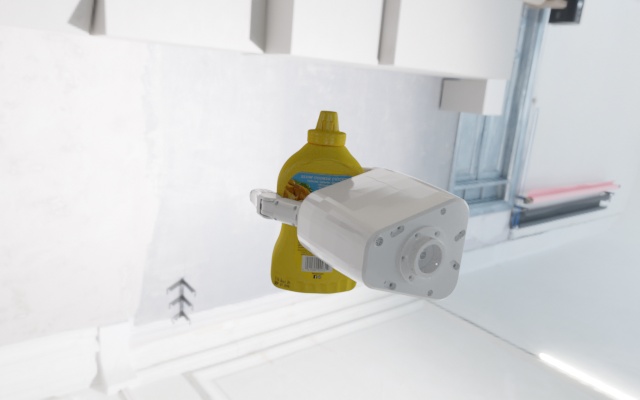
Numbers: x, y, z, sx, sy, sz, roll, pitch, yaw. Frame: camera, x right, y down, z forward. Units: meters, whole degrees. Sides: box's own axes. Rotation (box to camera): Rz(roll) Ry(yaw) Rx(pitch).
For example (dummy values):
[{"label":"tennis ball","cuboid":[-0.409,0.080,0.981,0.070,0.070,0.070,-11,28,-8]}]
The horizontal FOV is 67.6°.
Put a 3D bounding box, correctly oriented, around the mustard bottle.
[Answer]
[{"label":"mustard bottle","cuboid":[0.000,0.002,0.509,0.096,0.192,0.058,4,14,-5]}]
